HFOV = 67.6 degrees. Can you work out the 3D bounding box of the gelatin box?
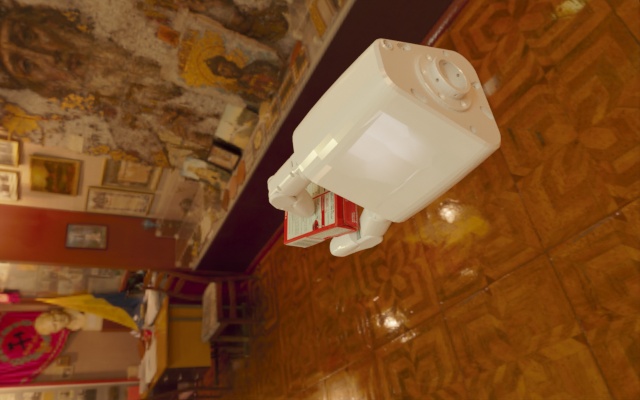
[{"bbox_3d":[-0.001,0.002,0.467,0.030,0.073,0.089,14,-24,-35],"label":"gelatin box"}]
